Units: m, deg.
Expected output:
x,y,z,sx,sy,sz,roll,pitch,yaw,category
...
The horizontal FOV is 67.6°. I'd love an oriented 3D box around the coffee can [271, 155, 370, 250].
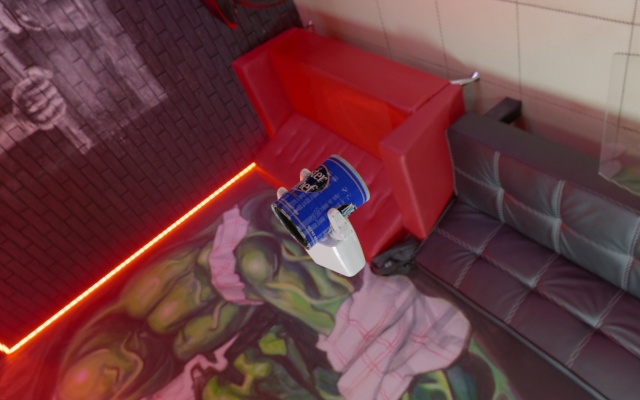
x,y,z,sx,sy,sz,roll,pitch,yaw,category
0.000,0.003,0.829,0.140,0.103,0.103,-40,11,-13,coffee can
